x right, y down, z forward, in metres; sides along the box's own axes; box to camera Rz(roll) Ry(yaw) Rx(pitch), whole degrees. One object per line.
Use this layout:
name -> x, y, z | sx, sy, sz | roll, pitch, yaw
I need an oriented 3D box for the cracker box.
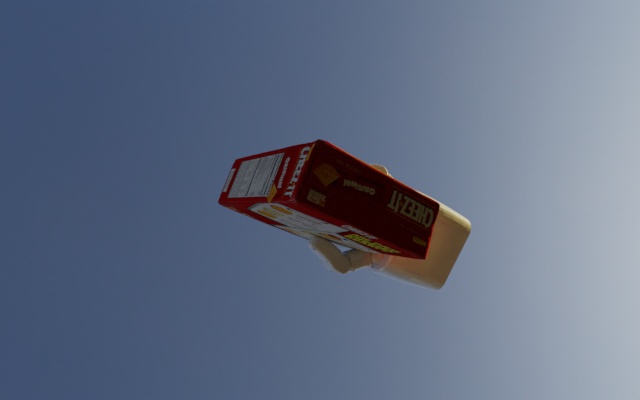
cracker box -> 0.000, 0.002, 0.546 | 0.164, 0.072, 0.213 | 24, -13, -28
